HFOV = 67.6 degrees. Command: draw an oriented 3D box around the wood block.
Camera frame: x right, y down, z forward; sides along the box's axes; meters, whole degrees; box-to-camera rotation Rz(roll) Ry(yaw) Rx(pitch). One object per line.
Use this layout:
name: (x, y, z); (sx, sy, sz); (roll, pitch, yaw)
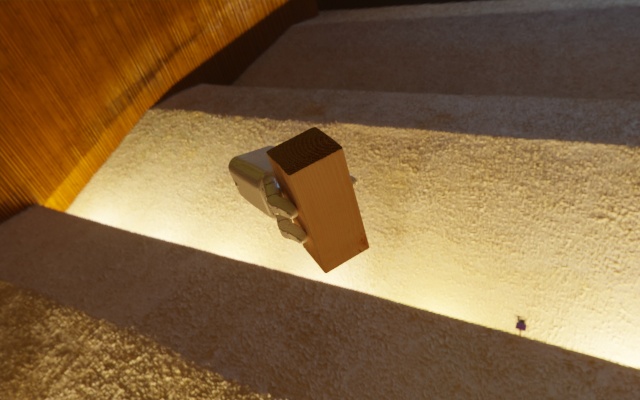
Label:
wood block: (0.000, 0.002, 0.758); (0.091, 0.206, 0.090); (-30, 39, -13)
